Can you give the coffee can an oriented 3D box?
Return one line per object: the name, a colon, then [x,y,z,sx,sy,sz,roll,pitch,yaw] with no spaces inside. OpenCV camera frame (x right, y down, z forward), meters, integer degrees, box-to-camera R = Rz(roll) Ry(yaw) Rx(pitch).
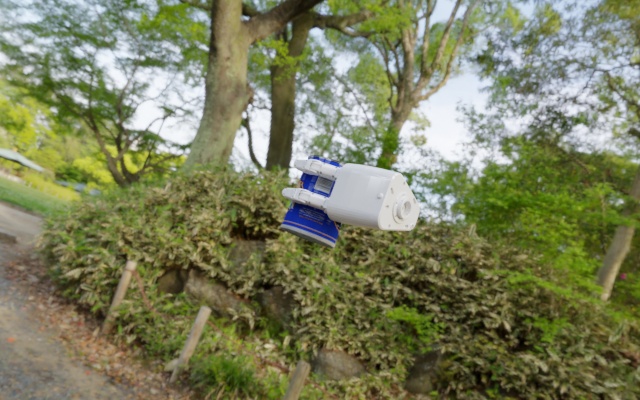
coffee can: [0.000,0.003,0.862,0.103,0.140,0.103,20,-9,3]
